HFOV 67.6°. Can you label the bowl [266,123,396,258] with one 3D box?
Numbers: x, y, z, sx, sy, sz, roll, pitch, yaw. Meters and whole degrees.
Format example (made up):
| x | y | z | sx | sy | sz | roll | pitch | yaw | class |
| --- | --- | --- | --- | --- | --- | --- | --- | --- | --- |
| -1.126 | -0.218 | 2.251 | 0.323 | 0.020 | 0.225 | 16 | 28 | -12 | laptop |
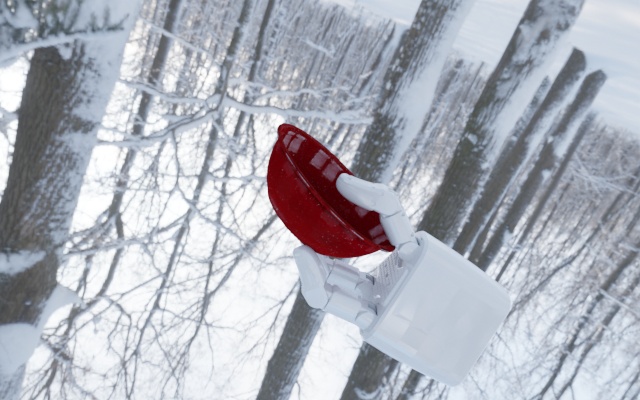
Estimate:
| x | y | z | sx | sy | sz | roll | pitch | yaw | class |
| --- | --- | --- | --- | --- | --- | --- | --- | --- | --- |
| -0.001 | 0.001 | 0.465 | 0.055 | 0.162 | 0.162 | -42 | -14 | 16 | bowl |
